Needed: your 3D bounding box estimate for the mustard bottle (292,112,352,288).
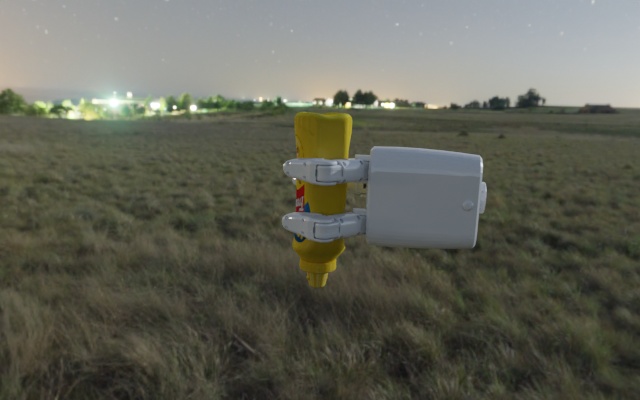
[{"bbox_3d":[0.000,0.001,0.520,0.058,0.192,0.096,-1,12,-13],"label":"mustard bottle"}]
